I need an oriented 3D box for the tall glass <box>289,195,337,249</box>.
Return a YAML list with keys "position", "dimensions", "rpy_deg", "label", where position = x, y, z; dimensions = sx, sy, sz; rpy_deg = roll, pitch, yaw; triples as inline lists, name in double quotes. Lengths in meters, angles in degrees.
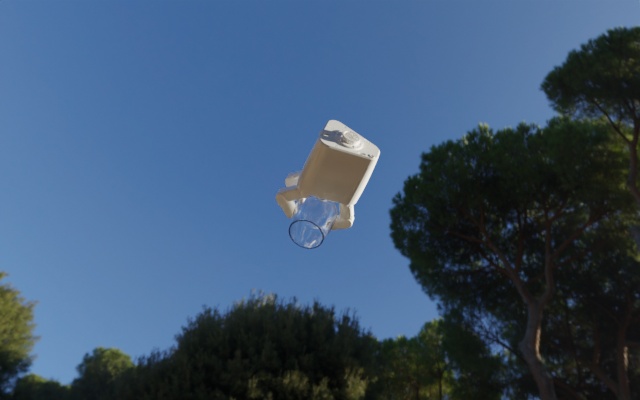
- position: [0.000, 0.003, 0.886]
  dimensions: [0.079, 0.079, 0.201]
  rpy_deg: [0, 34, 18]
  label: "tall glass"
